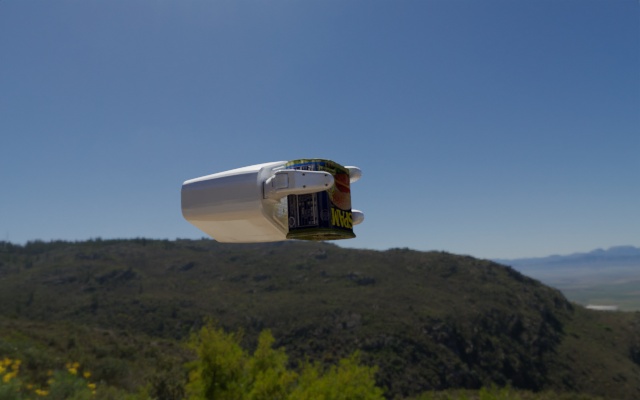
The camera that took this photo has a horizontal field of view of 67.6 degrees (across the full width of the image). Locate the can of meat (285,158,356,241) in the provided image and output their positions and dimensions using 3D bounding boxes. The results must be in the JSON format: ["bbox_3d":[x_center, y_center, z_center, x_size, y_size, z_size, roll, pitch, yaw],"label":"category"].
[{"bbox_3d":[0.000,0.001,0.547,0.057,0.084,0.102,-7,-9,22],"label":"can of meat"}]
